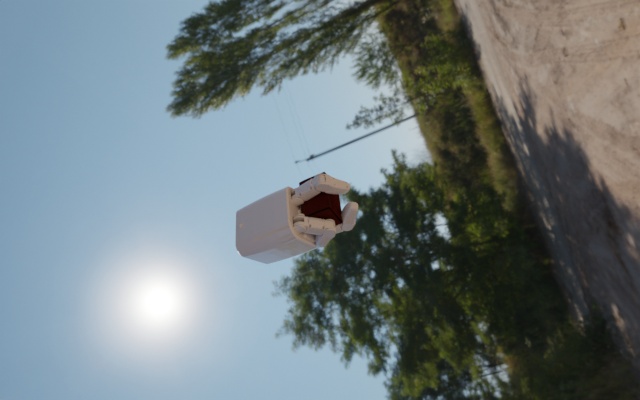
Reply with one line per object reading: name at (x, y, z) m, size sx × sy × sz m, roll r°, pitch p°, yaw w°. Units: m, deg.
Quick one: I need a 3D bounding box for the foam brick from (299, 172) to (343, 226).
foam brick at (0.000, 0.002, 0.791) m, size 0.051 × 0.078 × 0.053 m, roll -22°, pitch -41°, yaw 18°
